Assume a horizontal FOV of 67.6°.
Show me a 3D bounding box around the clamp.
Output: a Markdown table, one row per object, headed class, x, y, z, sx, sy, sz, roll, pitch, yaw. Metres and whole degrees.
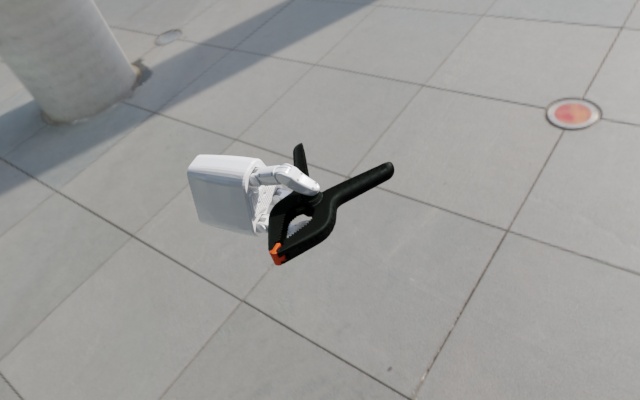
| class | x | y | z | sx | sy | sz | roll | pitch | yaw |
| --- | --- | --- | --- | --- | --- | --- | --- | --- | --- |
| clamp | 0.000 | 0.002 | 0.656 | 0.164 | 0.210 | 0.036 | 9 | -39 | 24 |
